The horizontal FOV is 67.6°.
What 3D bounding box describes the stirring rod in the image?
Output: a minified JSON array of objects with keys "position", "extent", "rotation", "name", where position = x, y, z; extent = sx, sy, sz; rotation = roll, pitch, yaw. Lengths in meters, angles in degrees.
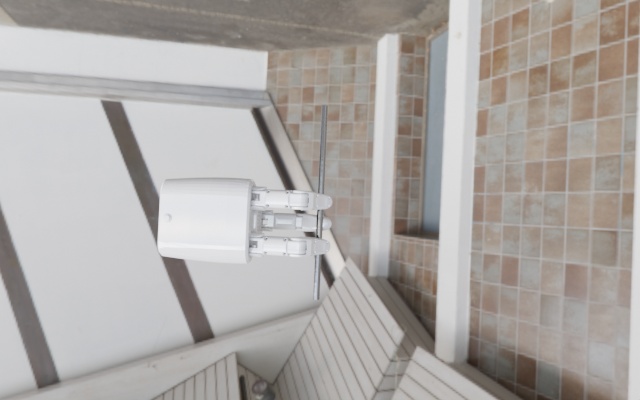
[{"position":[0.000,0.002,0.592],"extent":[0.011,0.239,0.011],"rotation":[3,-1,0],"name":"stirring rod"}]
